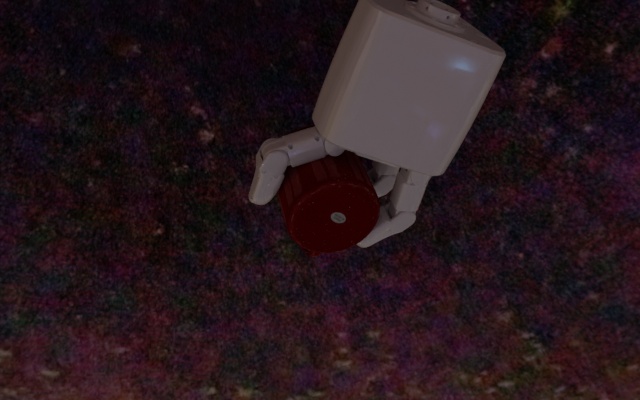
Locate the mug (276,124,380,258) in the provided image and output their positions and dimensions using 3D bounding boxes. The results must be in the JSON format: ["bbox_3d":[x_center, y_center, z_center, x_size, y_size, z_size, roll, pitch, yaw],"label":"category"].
[{"bbox_3d":[0.000,0.003,0.432,0.093,0.117,0.081,6,36,-20],"label":"mug"}]
